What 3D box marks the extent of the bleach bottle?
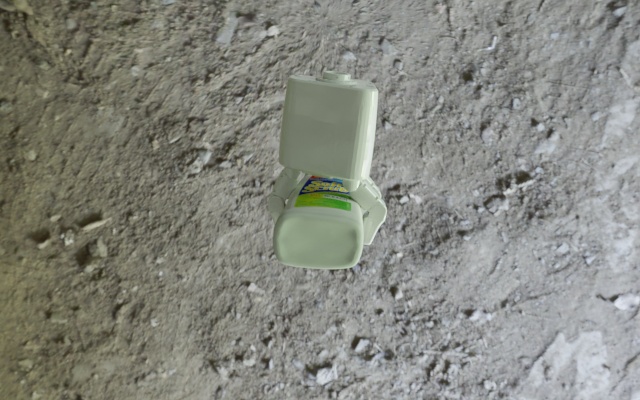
[{"bbox_3d":[0.000,0.002,0.631,0.102,0.068,0.250,5,21,-2],"label":"bleach bottle"}]
